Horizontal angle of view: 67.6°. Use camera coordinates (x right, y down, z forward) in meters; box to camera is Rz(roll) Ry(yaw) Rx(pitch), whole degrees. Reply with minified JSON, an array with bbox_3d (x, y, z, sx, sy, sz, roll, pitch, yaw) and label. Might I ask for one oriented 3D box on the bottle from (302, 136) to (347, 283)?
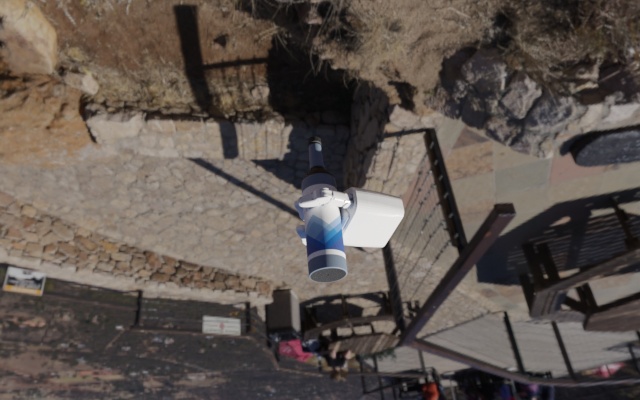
[{"bbox_3d":[0.000,0.003,0.891,0.069,0.295,0.069,-4,-31,-3],"label":"bottle"}]
